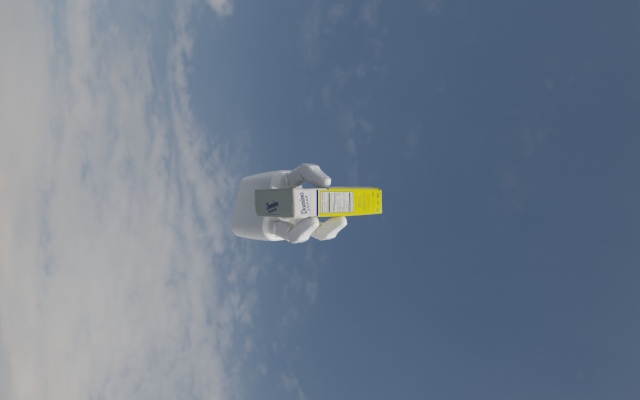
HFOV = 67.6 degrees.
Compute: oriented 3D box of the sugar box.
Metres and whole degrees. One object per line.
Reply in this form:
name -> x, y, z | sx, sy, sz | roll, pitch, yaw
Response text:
sugar box -> 0.000, 0.003, 0.712 | 0.176, 0.048, 0.093 | -4, 2, -41
